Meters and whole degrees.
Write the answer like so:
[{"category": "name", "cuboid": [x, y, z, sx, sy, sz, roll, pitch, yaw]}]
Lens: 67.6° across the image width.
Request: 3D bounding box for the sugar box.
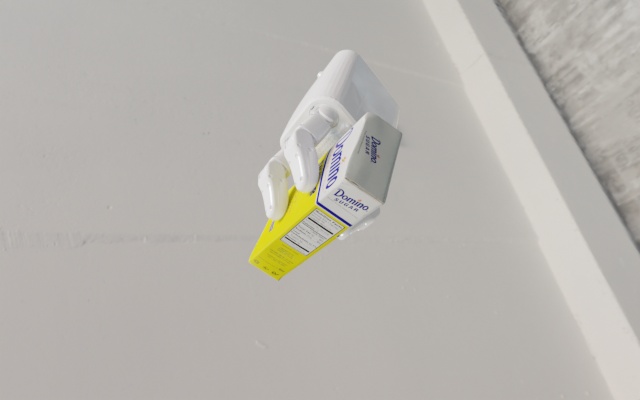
[{"category": "sugar box", "cuboid": [0.000, 0.001, 0.454, 0.048, 0.093, 0.176, 32, -43, -12]}]
